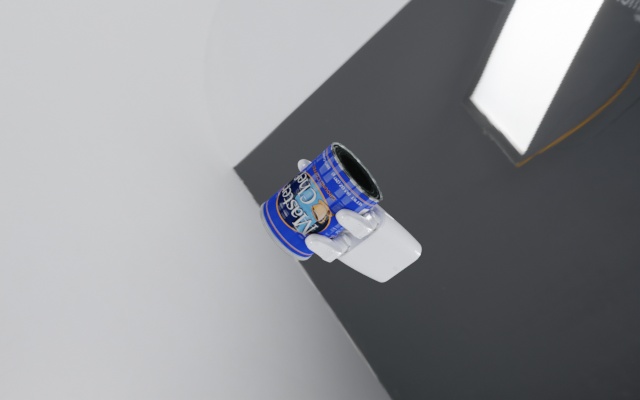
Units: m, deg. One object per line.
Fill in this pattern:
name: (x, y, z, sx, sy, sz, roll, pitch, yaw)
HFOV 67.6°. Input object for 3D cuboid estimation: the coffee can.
coffee can: (0.000, 0.002, 0.666, 0.140, 0.102, 0.103, -40, -15, 19)
